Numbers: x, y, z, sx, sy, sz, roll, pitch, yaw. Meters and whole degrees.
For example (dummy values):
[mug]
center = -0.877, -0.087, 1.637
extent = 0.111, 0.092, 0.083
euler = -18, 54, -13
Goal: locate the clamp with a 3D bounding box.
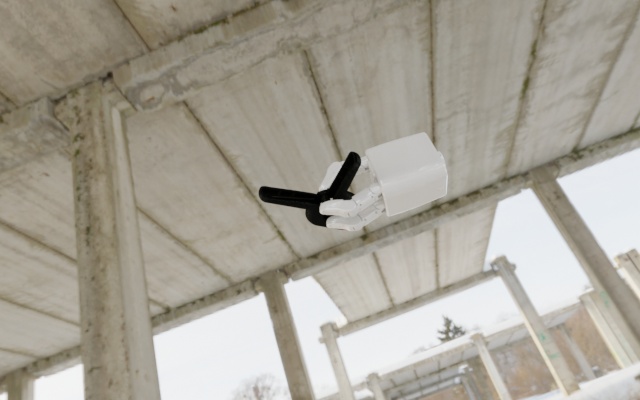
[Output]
[clamp]
center = 0.000, 0.002, 0.791
extent = 0.164, 0.036, 0.210
euler = -16, -29, 5
